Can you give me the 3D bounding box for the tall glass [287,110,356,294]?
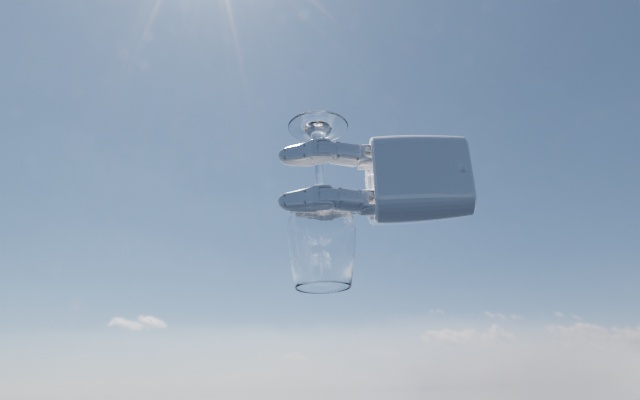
[{"bbox_3d":[0.000,0.001,0.550,0.079,0.201,0.079,-1,-22,0],"label":"tall glass"}]
